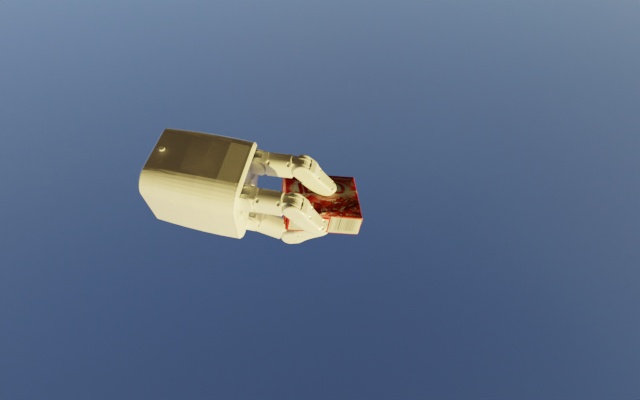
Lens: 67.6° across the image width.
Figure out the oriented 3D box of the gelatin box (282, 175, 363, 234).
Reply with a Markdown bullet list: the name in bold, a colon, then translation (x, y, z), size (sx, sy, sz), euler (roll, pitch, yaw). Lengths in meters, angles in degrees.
- **gelatin box**: translation (0.000, 0.002, 0.565), size (0.089, 0.030, 0.073), euler (4, 43, -11)
